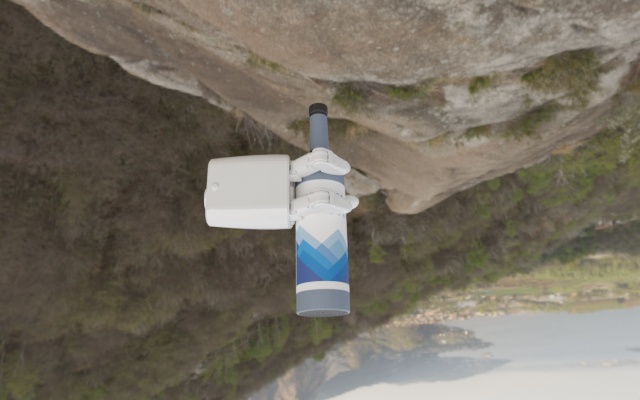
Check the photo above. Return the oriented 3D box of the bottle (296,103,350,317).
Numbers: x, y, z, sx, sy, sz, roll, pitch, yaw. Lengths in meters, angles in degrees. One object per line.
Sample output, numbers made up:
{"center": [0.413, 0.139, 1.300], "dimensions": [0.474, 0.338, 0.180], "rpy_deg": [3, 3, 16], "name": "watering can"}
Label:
{"center": [0.000, 0.002, 0.642], "dimensions": [0.069, 0.295, 0.069], "rpy_deg": [-1, -21, 0], "name": "bottle"}
